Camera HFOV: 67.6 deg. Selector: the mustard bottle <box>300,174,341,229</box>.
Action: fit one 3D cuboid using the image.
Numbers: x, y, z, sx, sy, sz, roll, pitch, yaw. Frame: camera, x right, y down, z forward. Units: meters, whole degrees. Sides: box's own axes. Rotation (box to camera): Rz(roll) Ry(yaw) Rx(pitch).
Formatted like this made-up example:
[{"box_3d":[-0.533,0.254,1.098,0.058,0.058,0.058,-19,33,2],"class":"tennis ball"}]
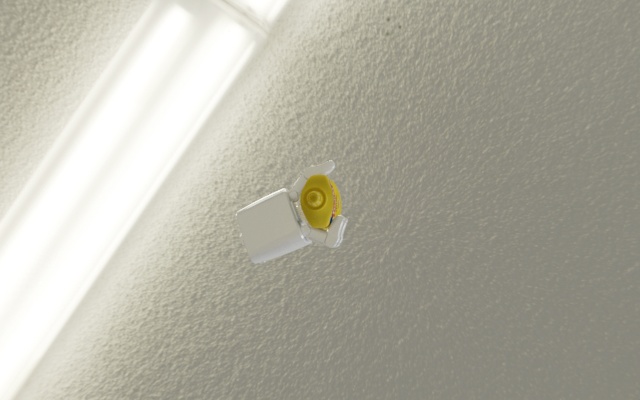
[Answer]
[{"box_3d":[0.001,0.003,0.862,0.058,0.096,0.191,0,-4,8],"class":"mustard bottle"}]
